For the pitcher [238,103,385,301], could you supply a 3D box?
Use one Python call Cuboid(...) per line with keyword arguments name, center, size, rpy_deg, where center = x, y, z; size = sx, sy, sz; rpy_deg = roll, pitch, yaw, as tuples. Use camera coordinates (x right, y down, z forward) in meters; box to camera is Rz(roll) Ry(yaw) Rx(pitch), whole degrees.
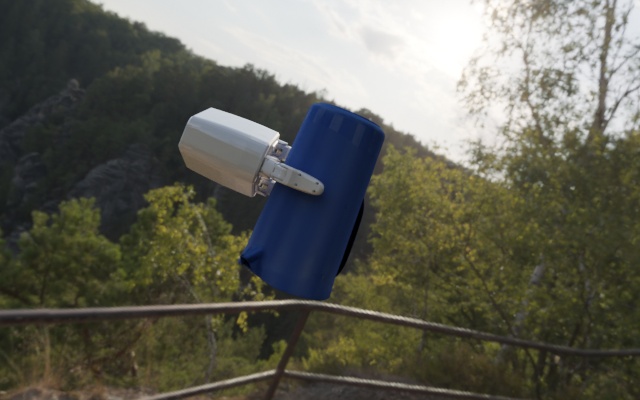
Cuboid(name="pitcher", center=(0.000, 0.002, 0.649), size=(0.145, 0.243, 0.149), rpy_deg=(22, 4, -2))
